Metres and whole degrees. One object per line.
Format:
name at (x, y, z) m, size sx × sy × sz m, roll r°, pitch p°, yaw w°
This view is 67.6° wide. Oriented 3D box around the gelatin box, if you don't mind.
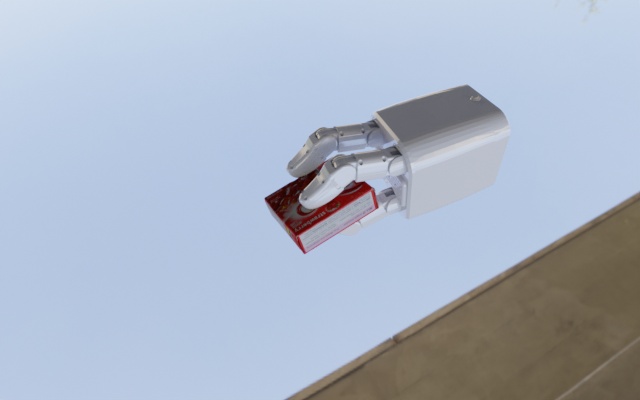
gelatin box at (0.000, 0.002, 0.468) m, size 0.089 × 0.030 × 0.073 m, roll -32°, pitch 42°, yaw -12°
